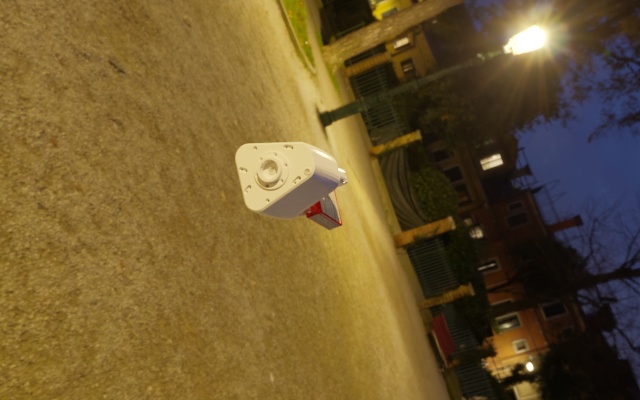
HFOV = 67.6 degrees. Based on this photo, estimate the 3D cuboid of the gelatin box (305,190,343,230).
[{"bbox_3d":[0.001,0.003,0.787,0.030,0.073,0.089,-22,-25,20],"label":"gelatin box"}]
